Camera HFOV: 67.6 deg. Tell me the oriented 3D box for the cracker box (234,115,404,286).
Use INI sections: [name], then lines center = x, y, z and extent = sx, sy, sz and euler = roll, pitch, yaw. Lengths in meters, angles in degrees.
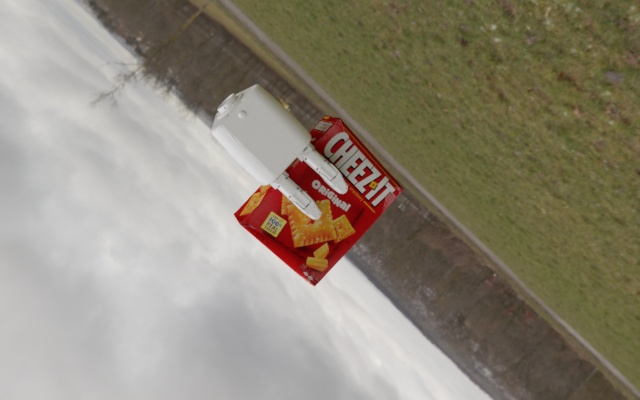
[cracker box]
center = 0.000, 0.003, 0.740
extent = 0.164, 0.213, 0.072
euler = 44, -3, -23
